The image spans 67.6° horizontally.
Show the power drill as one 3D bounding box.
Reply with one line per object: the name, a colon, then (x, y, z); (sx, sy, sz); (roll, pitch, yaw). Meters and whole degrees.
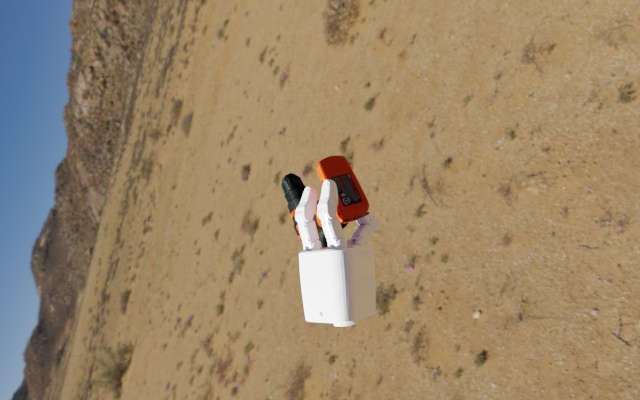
power drill: (0.000, 0.003, 0.803); (0.057, 0.184, 0.188); (-19, -18, -27)
